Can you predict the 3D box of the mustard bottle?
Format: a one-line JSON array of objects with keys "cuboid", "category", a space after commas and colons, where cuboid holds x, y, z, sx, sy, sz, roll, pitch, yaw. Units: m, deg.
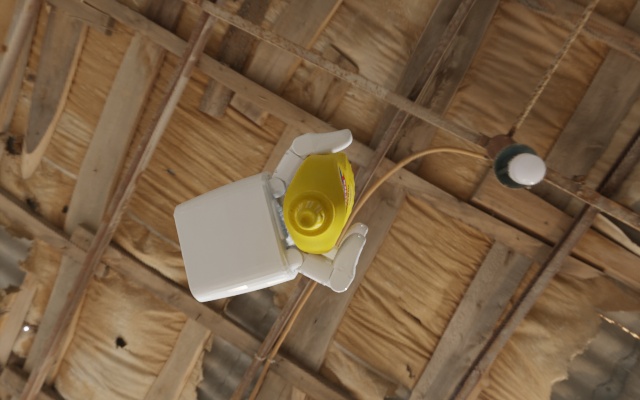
[{"cuboid": [0.000, 0.002, 0.482, 0.058, 0.096, 0.191, 6, 9, 7], "category": "mustard bottle"}]
